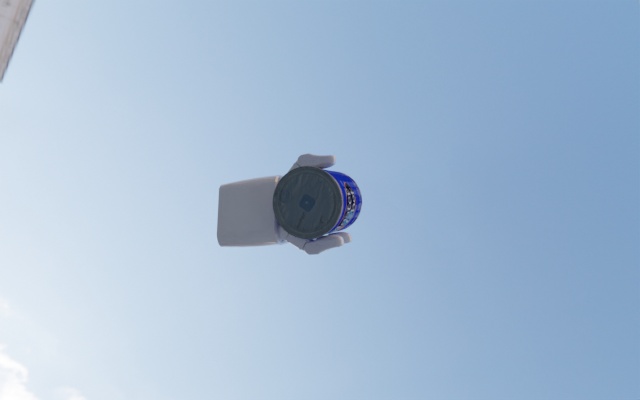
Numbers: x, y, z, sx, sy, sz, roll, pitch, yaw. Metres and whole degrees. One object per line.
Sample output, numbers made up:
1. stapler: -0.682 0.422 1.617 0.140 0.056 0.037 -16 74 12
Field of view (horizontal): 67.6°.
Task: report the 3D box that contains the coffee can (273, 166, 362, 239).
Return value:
1. coffee can: 0.000 0.002 0.732 0.103 0.103 0.140 0 1 17
